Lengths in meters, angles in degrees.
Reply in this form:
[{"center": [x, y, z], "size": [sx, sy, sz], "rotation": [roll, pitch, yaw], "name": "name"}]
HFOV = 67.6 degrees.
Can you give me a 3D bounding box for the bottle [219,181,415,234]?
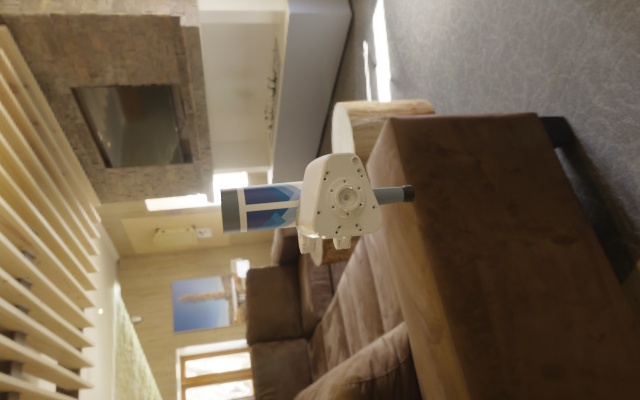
[{"center": [0.000, 0.002, 0.721], "size": [0.296, 0.069, 0.069], "rotation": [-5, 1, -12], "name": "bottle"}]
